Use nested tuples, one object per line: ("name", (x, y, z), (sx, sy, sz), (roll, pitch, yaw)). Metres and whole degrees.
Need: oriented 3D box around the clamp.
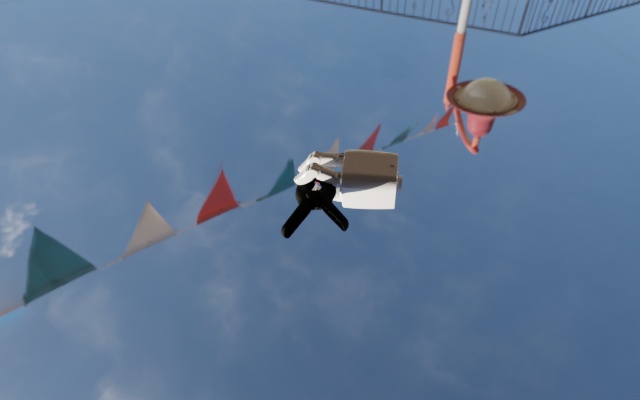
("clamp", (0.000, 0.003, 0.889), (0.120, 0.171, 0.039), (3, -43, 10))
